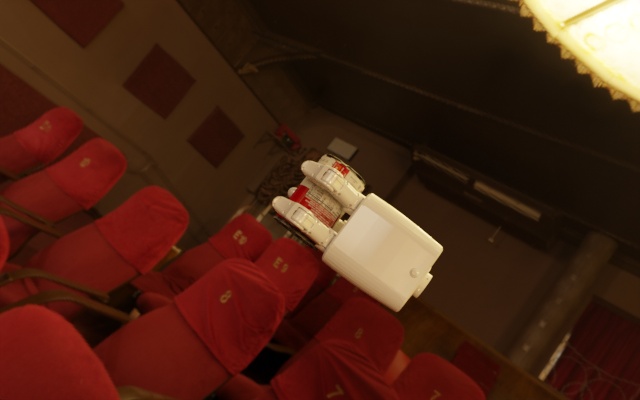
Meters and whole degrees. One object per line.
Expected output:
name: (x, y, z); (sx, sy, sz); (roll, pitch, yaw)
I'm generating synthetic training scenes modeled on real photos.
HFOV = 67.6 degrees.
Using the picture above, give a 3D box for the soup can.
soup can: (0.000, 0.001, 0.589); (0.068, 0.102, 0.068); (37, -8, 6)
